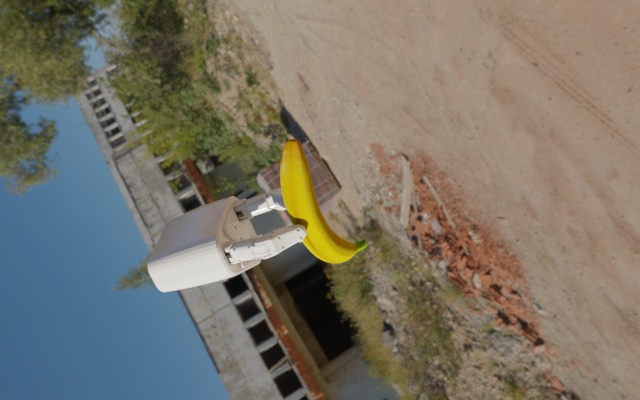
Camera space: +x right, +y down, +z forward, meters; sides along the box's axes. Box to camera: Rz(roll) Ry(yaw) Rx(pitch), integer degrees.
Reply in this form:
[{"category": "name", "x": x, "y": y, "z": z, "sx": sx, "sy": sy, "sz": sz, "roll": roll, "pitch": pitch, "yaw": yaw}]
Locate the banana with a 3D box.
[{"category": "banana", "x": -0.006, "y": 0.018, "z": 0.578, "sx": 0.037, "sy": 0.069, "sz": 0.198, "roll": 1, "pitch": -42, "yaw": 37}]
